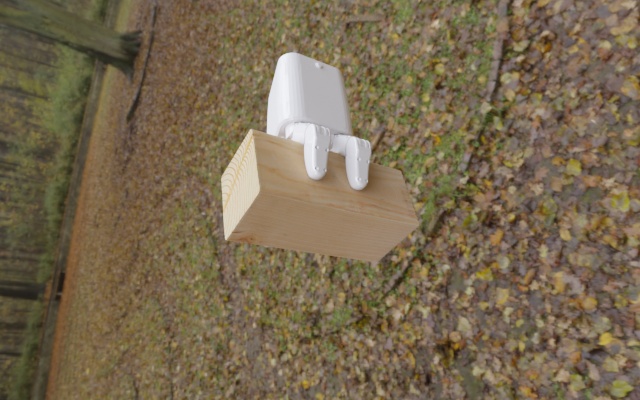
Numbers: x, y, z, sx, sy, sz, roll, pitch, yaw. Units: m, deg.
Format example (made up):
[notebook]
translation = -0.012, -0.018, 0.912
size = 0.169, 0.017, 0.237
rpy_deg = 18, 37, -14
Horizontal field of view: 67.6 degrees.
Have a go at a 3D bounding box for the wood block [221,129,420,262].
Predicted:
[wood block]
translation = 0.000, 0.002, 0.556
size = 0.206, 0.090, 0.091
rpy_deg = 12, -42, -30
